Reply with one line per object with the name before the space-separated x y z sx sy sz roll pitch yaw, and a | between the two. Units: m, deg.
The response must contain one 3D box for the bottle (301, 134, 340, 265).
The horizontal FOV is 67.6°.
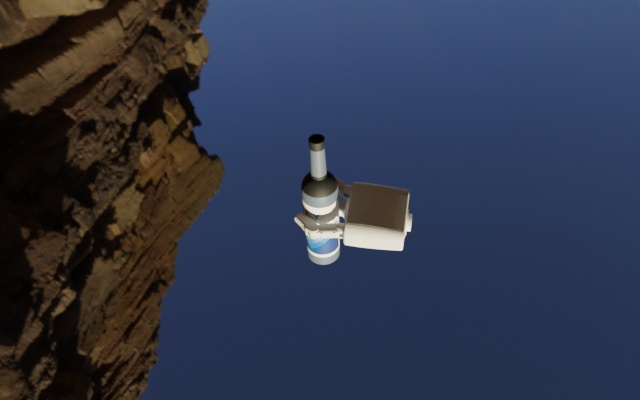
bottle | 0.000 0.003 0.878 0.069 0.069 0.296 0 -44 4
